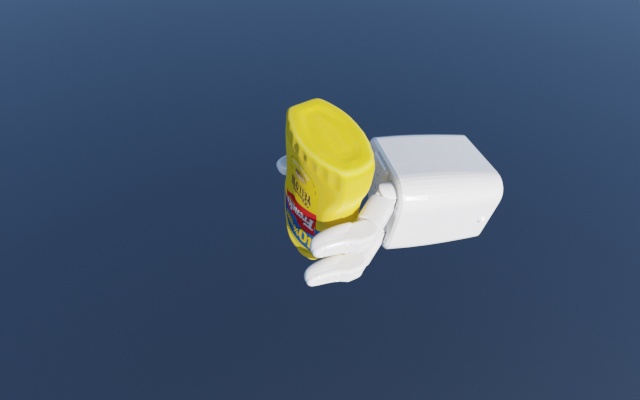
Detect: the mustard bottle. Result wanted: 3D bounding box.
[{"bbox_3d":[0.000,0.001,0.468,0.058,0.096,0.192,-25,-31,-23],"label":"mustard bottle"}]
